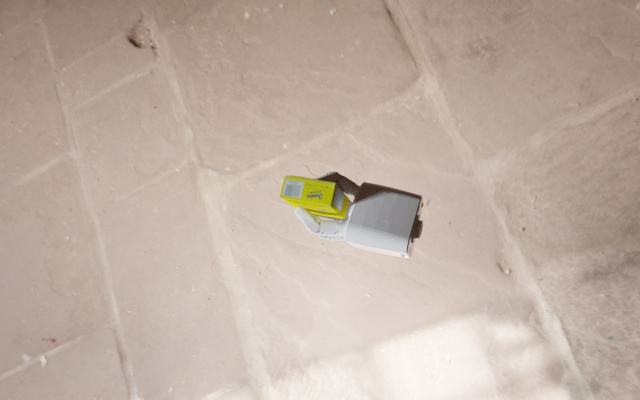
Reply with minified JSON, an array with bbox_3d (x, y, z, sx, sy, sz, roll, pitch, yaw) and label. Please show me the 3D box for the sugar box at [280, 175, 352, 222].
[{"bbox_3d":[0.000,0.003,0.851,0.093,0.048,0.176,10,-12,17],"label":"sugar box"}]
